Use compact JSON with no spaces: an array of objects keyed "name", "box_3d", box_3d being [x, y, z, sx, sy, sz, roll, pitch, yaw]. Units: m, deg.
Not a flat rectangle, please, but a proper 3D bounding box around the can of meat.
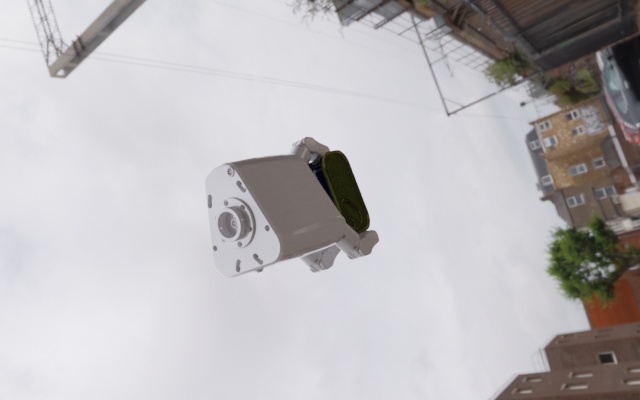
[{"name":"can of meat","box_3d":[0.000,0.002,0.579,0.084,0.102,0.057,-22,-1,33]}]
